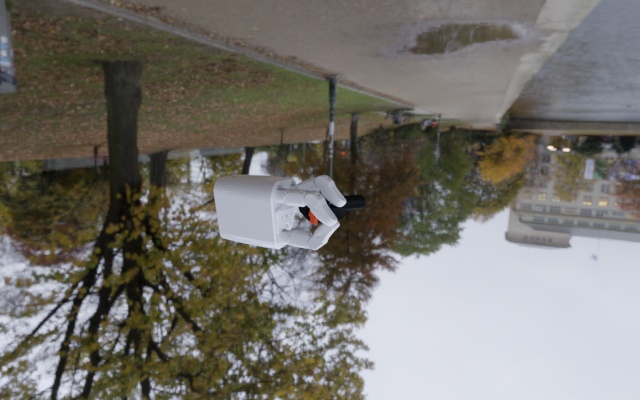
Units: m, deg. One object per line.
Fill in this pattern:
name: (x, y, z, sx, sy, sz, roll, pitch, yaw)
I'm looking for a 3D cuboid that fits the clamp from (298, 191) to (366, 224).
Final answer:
clamp: (0.000, 0.003, 0.809, 0.120, 0.039, 0.171, 9, 11, 19)
